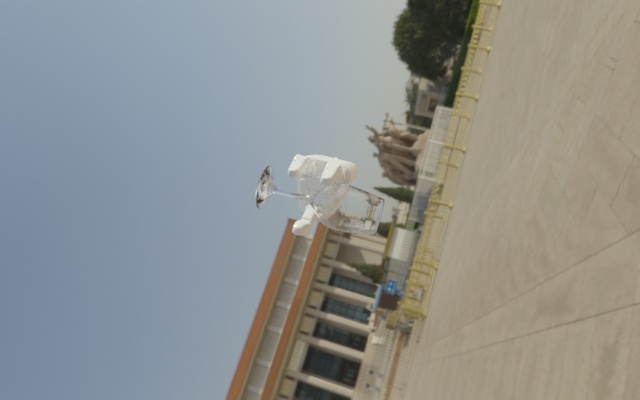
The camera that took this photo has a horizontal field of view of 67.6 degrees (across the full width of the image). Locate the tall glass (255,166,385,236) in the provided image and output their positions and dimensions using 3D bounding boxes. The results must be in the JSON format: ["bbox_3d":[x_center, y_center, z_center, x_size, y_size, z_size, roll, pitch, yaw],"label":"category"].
[{"bbox_3d":[-0.001,0.002,0.781,0.201,0.079,0.079,15,3,11],"label":"tall glass"}]
